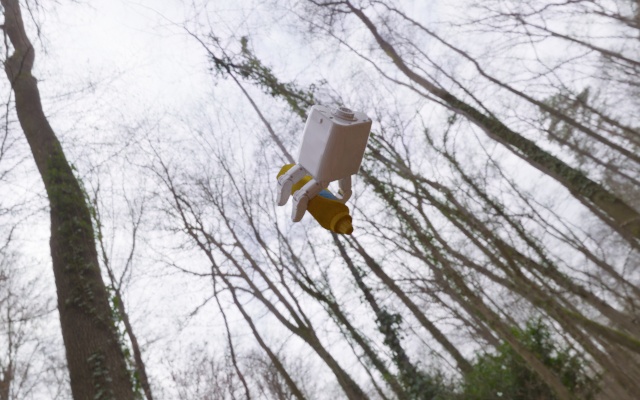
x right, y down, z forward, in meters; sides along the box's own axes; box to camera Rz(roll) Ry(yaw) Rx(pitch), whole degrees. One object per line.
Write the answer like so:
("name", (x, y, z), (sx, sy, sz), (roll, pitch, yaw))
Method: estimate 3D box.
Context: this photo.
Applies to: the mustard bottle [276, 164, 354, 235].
("mustard bottle", (0.000, 0.003, 0.885), (0.096, 0.058, 0.191), (25, 14, -47))
